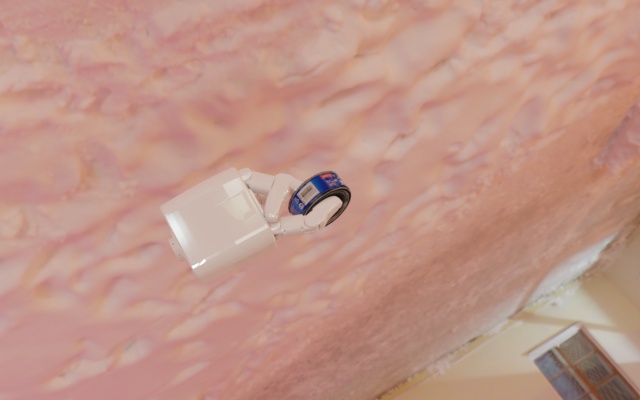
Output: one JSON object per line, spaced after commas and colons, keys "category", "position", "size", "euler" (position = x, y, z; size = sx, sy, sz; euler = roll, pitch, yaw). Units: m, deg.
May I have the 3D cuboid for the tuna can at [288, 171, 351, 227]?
{"category": "tuna can", "position": [0.000, 0.003, 0.658], "size": [0.086, 0.086, 0.033], "euler": [0, 42, -50]}
